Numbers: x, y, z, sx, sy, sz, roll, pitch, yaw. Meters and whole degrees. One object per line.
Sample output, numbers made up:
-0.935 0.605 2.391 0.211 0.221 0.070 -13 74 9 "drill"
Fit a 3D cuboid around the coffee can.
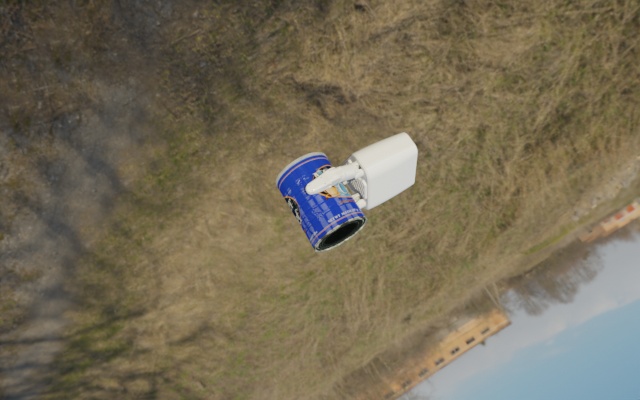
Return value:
0.000 0.003 0.817 0.103 0.140 0.103 -28 -20 -11 "coffee can"
